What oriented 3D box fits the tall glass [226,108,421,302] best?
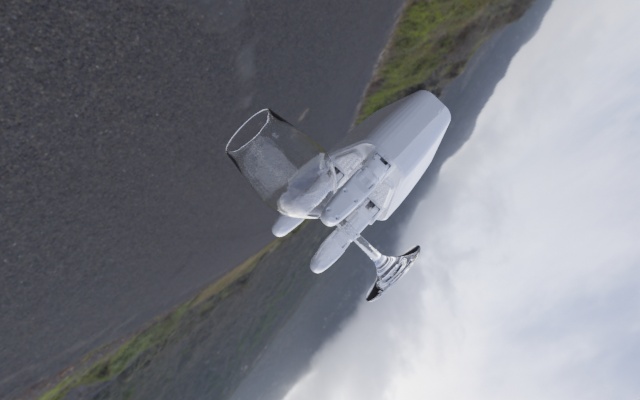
[{"bbox_3d":[0.000,0.002,0.465,0.201,0.079,0.079,44,1,1],"label":"tall glass"}]
